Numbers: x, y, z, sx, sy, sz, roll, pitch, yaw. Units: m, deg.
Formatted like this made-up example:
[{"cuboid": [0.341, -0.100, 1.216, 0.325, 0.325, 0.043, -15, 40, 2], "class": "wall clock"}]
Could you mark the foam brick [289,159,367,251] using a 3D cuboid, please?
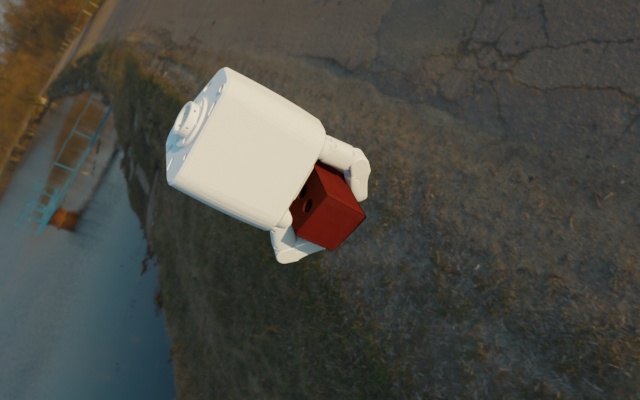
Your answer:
[{"cuboid": [0.000, 0.002, 0.478, 0.051, 0.053, 0.078, 27, 24, -34], "class": "foam brick"}]
